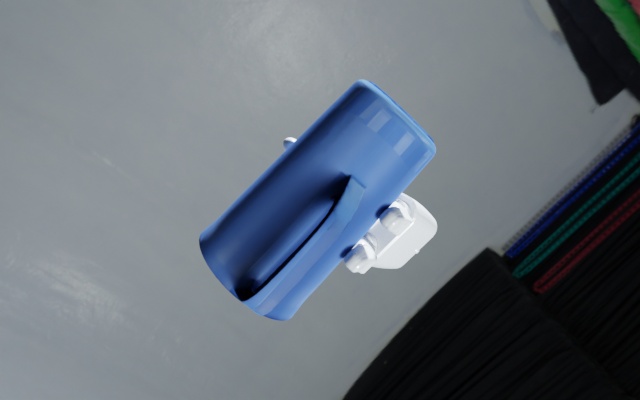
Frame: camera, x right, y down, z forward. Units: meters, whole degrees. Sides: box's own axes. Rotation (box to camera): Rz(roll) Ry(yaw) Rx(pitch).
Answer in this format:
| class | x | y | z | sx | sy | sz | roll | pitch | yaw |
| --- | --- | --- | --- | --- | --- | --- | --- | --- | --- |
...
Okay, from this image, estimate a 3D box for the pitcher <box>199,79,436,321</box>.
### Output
| class | x | y | z | sx | sy | sz | roll | pitch | yaw |
| --- | --- | --- | --- | --- | --- | --- | --- | --- | --- |
| pitcher | 0.000 | 0.002 | 0.488 | 0.149 | 0.243 | 0.145 | 50 | 13 | 30 |
